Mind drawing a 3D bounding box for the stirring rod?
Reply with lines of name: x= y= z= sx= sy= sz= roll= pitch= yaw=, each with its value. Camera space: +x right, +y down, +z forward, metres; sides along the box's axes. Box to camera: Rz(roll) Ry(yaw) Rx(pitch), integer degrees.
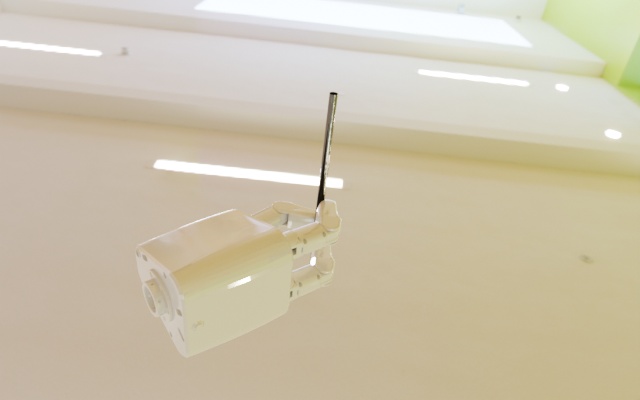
stirring rod: x=0.000 y=0.002 z=0.505 sx=0.011 sy=0.240 sz=0.011 roll=5 pitch=33 yaw=-3
